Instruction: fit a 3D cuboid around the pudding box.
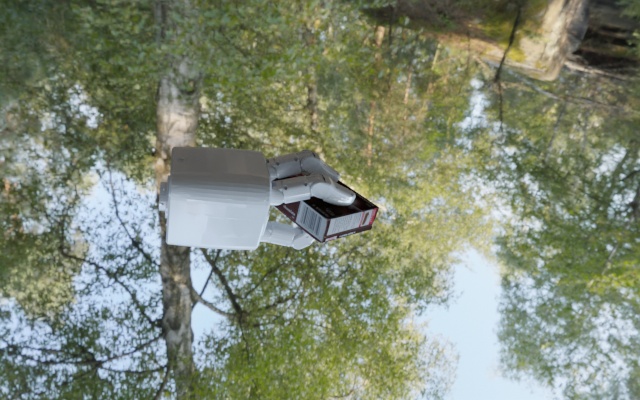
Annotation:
[{"bbox_3d":[0.000,0.002,0.587,0.090,0.039,0.113,-12,40,-42],"label":"pudding box"}]
